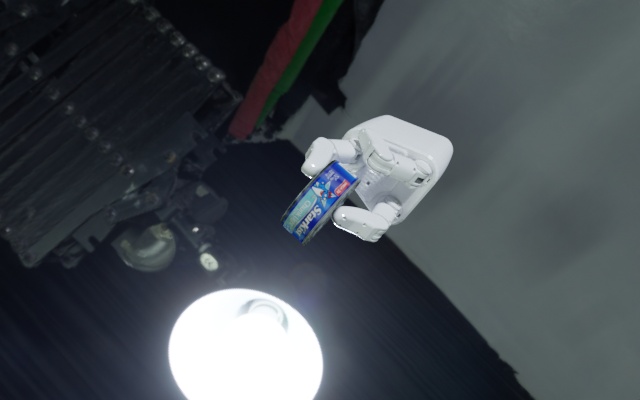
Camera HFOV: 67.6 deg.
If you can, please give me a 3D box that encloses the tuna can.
[{"bbox_3d":[0.000,0.001,0.469,0.034,0.086,0.086,41,3,4],"label":"tuna can"}]
